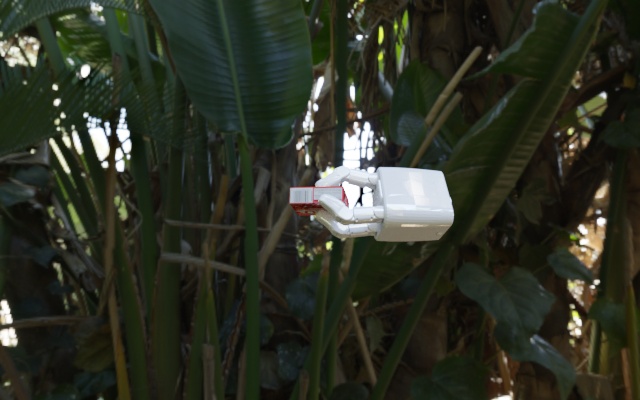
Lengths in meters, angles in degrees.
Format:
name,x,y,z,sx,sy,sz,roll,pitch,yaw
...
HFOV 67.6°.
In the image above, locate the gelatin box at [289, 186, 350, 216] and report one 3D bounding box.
name,x,y,z,sx,sy,sz,roll,pitch,yaw
gelatin box,0.000,0.002,0.772,0.089,0.030,0.073,-1,-17,9
